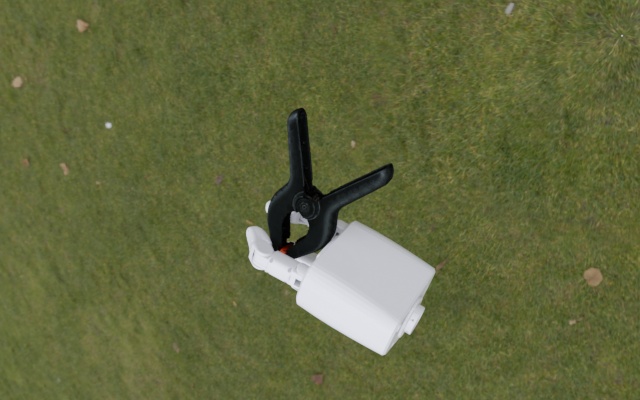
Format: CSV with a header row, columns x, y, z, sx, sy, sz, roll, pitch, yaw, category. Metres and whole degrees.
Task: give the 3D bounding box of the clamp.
x,y,z,sx,sy,sz,roll,pitch,yaw,category
0.000,0.002,0.503,0.120,0.171,0.039,28,29,19,clamp
